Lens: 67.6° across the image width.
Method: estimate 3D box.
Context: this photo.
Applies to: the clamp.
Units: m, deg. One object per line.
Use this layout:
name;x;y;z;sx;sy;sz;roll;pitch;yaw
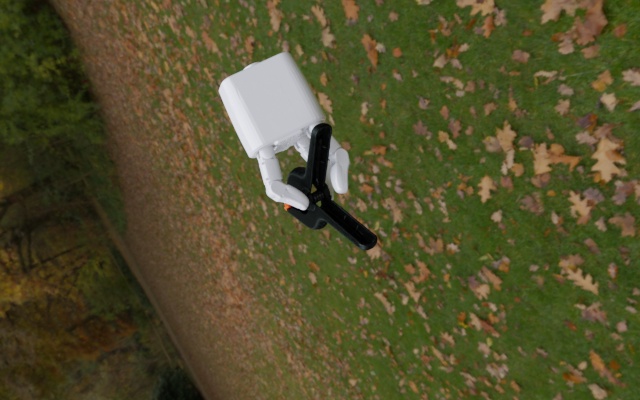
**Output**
clamp;-0.001;0.002;0.658;0.036;0.164;0.210;-23;-4;-24
